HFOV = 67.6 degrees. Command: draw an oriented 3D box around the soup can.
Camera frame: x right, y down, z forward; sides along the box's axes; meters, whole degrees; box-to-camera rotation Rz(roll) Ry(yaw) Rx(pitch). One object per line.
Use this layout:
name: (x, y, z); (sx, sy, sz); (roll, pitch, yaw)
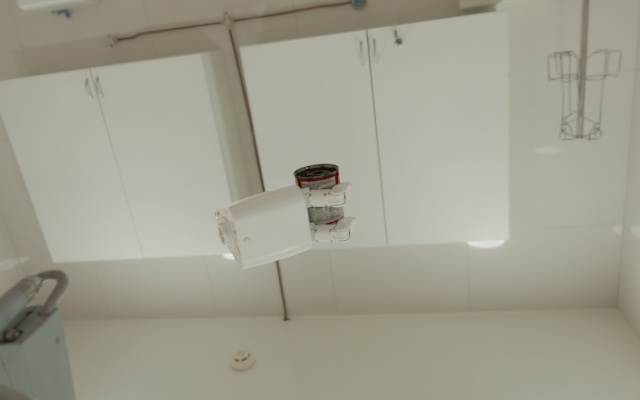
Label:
soup can: (0.001, 0.002, 0.722); (0.068, 0.102, 0.068); (-7, 19, 3)
